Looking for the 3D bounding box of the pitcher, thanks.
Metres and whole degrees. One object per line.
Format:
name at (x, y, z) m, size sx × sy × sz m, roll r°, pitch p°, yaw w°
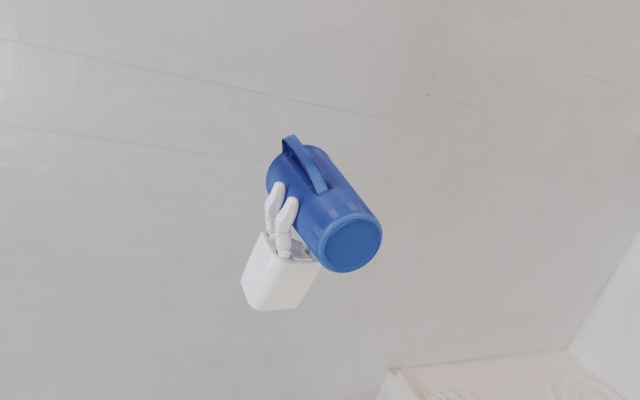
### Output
pitcher at (0.000, 0.003, 0.793) m, size 0.149 × 0.145 × 0.242 m, roll 19°, pitch 19°, yaw -32°
